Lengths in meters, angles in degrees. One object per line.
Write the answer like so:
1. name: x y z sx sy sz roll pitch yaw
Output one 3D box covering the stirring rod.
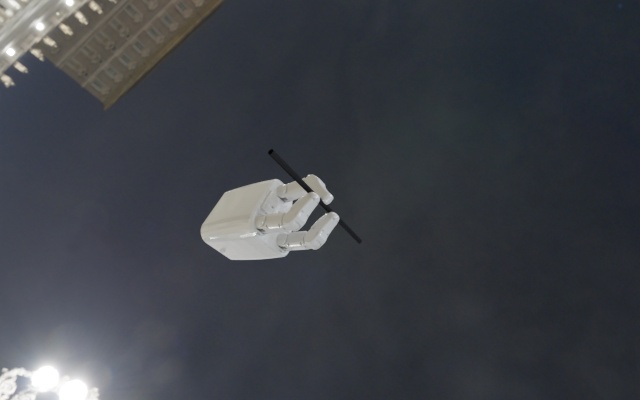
1. stirring rod: 0.000 0.002 0.673 0.011 0.011 0.240 0 -31 37
